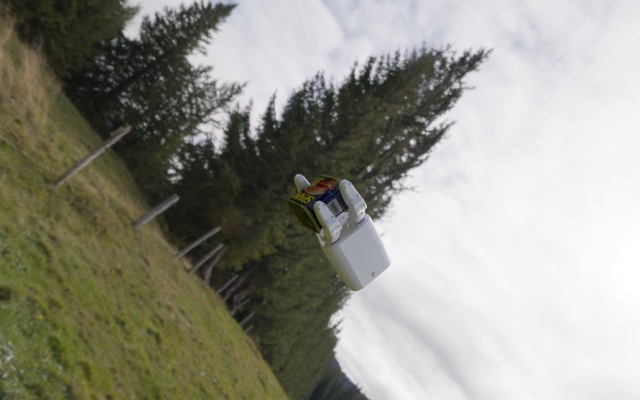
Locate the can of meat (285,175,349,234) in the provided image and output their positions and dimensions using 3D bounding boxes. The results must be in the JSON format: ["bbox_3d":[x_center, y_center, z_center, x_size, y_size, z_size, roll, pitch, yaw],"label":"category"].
[{"bbox_3d":[0.000,0.002,0.806,0.084,0.057,0.102,-37,21,-14],"label":"can of meat"}]
